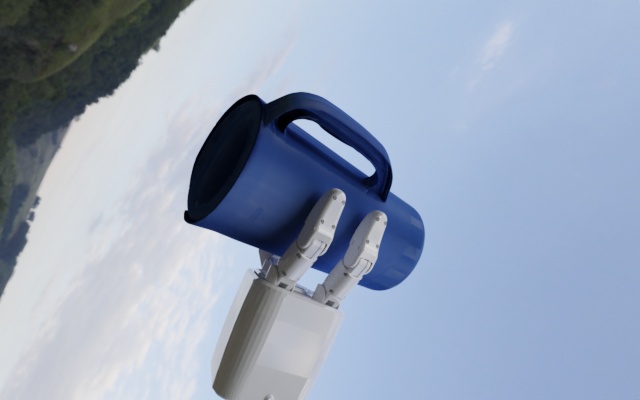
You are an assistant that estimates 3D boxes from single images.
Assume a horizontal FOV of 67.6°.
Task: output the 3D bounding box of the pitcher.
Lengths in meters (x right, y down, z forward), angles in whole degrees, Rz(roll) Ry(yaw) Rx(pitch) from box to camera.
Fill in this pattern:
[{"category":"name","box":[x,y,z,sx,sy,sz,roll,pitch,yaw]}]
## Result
[{"category":"pitcher","box":[0.000,0.002,0.489,0.243,0.145,0.149,28,-8,-31]}]
